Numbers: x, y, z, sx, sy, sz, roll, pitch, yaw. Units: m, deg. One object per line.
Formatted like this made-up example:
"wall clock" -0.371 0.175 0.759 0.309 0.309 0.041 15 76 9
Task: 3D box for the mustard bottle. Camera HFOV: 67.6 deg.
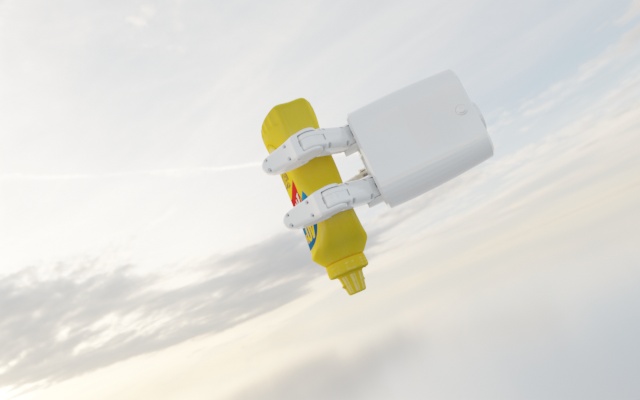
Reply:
"mustard bottle" 0.000 0.001 0.476 0.058 0.191 0.096 -20 -13 -15
